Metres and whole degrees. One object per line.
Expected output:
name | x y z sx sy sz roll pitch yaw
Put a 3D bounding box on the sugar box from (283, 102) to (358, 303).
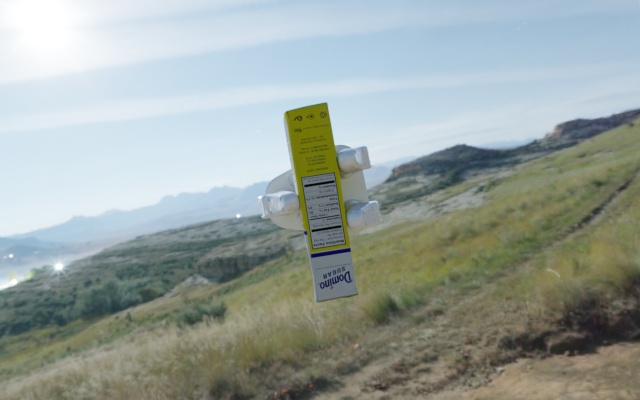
sugar box | 0.001 0.001 0.468 0.048 0.176 0.093 -12 2 -1
